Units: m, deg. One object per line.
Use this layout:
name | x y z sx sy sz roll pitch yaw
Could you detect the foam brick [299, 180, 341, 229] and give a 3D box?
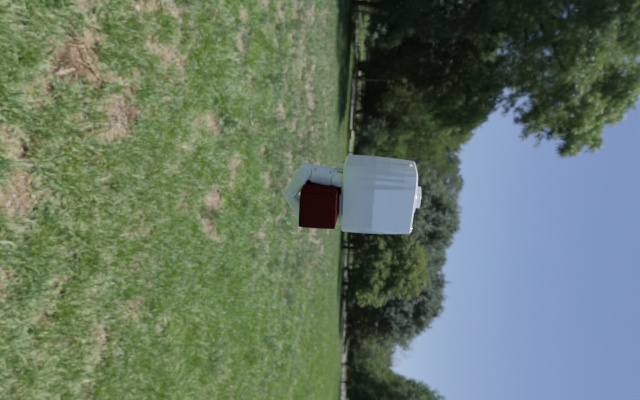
foam brick | 0.000 0.002 0.690 0.051 0.053 0.078 5 21 5
